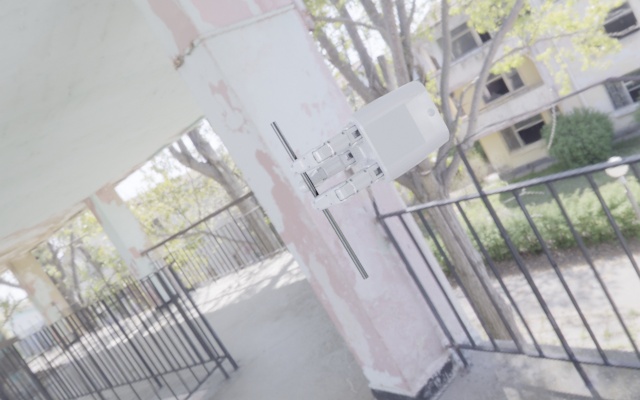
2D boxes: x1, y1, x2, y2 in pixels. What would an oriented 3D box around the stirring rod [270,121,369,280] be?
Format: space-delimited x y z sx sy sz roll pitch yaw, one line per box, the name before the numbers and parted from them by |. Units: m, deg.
stirring rod | 0.000 0.002 0.628 0.011 0.239 0.011 -31 7 4
